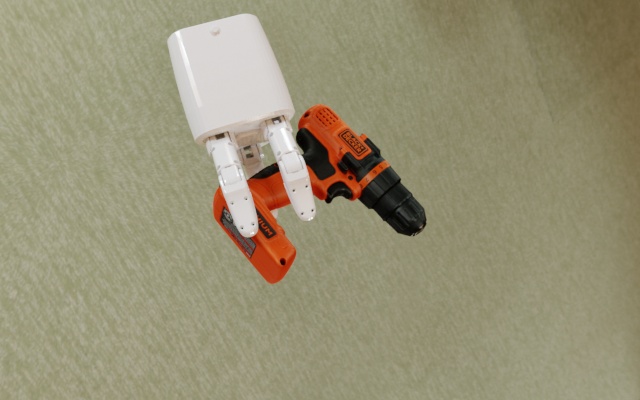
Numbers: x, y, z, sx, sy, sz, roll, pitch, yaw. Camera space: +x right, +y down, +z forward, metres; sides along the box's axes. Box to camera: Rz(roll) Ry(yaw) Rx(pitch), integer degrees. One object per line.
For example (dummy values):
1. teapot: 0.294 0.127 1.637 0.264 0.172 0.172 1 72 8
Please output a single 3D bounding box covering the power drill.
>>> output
1. power drill: 0.000 0.002 0.496 0.187 0.184 0.057 -36 -14 -32
